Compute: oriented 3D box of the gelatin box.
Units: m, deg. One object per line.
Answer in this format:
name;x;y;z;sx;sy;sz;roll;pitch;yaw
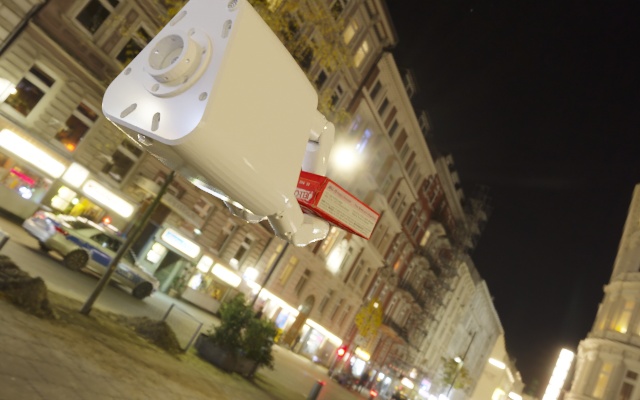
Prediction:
gelatin box;0.000;0.001;0.437;0.073;0.030;0.089;19;-9;43
